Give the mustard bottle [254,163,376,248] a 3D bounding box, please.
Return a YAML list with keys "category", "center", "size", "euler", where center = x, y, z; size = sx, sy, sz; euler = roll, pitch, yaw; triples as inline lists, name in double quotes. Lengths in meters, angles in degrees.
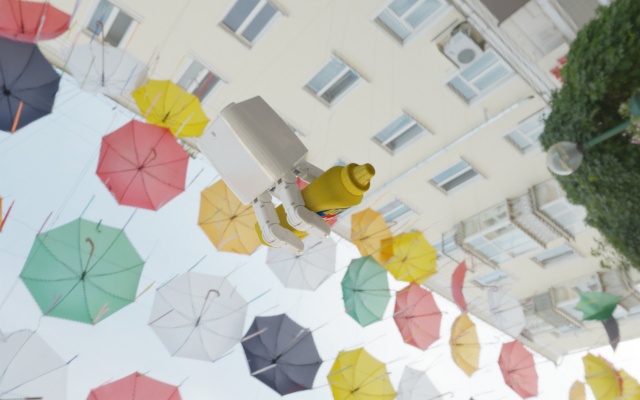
- category: "mustard bottle"
  center: [0.000, 0.003, 0.640]
  size: [0.096, 0.058, 0.192]
  euler: [-9, -19, -47]
